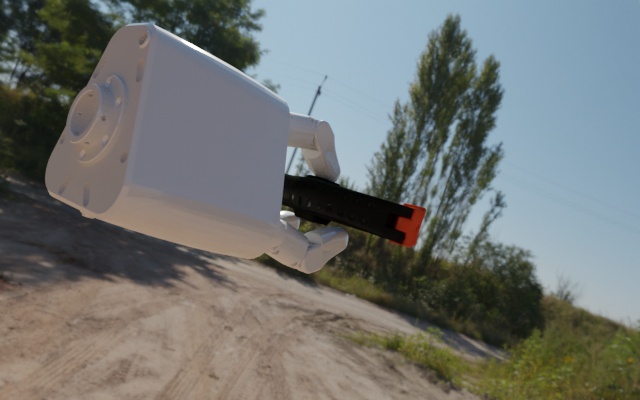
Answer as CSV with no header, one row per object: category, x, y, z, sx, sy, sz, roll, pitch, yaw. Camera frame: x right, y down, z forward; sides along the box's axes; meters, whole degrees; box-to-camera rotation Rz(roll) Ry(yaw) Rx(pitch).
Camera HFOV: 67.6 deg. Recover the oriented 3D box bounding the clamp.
clamp,0.001,0.001,0.400,0.210,0.036,0.164,15,-3,39
